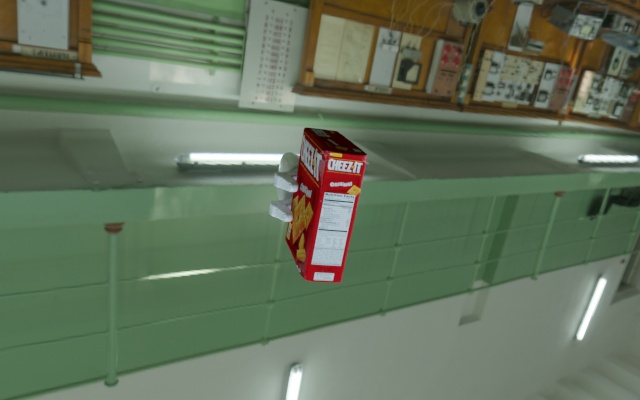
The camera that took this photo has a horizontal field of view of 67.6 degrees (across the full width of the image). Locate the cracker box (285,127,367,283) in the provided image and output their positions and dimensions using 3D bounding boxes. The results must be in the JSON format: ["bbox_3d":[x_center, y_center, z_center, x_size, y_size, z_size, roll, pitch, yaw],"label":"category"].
[{"bbox_3d":[0.000,0.003,0.785,0.072,0.214,0.164,4,19,-17],"label":"cracker box"}]
